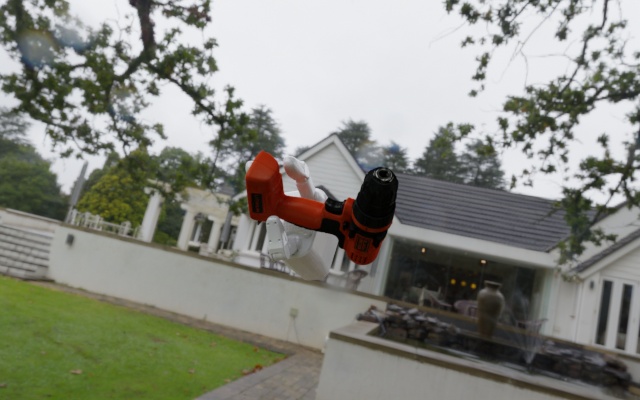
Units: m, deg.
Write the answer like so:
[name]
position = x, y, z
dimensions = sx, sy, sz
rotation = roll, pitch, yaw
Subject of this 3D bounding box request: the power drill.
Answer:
[power drill]
position = 0.000, 0.002, 0.606
dimensions = 0.187, 0.057, 0.185
rotation = 20, -36, 10
